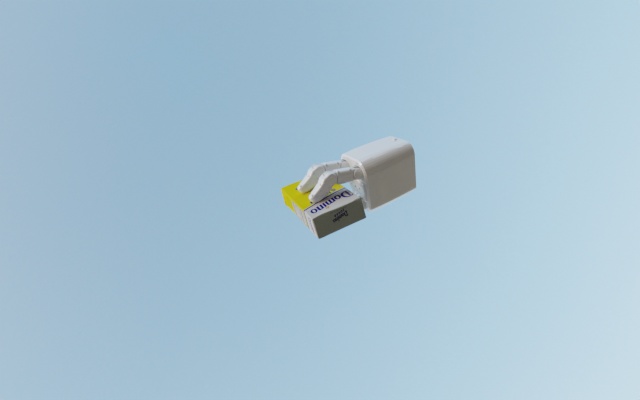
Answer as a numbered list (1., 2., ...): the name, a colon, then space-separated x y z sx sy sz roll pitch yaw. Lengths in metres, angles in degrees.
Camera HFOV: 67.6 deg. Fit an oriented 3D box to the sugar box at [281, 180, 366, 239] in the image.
1. sugar box: 0.000 0.002 0.852 0.093 0.048 0.176 -24 23 -14
